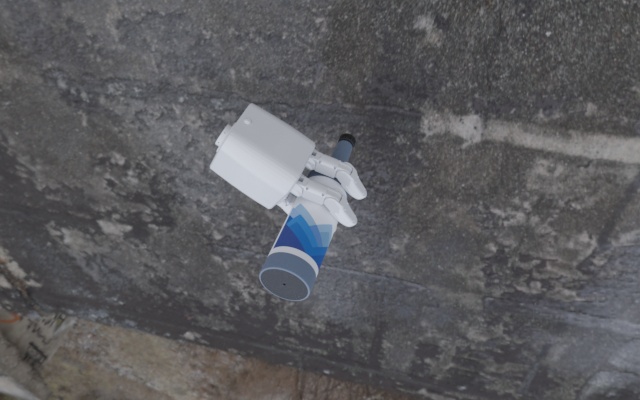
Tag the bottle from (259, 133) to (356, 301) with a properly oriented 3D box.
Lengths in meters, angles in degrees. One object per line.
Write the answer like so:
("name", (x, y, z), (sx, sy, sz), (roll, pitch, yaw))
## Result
("bottle", (0.000, 0.002, 0.679), (0.069, 0.069, 0.295), (0, 43, 25))
